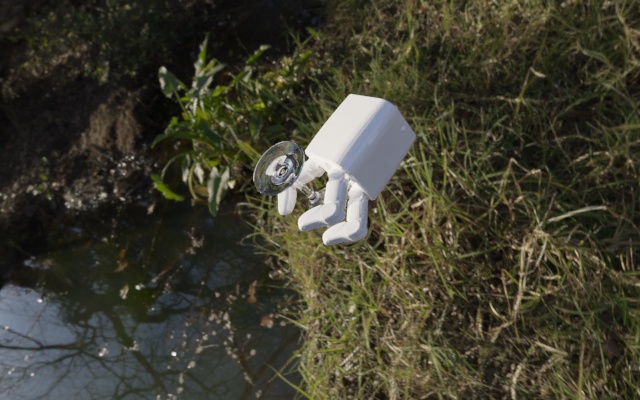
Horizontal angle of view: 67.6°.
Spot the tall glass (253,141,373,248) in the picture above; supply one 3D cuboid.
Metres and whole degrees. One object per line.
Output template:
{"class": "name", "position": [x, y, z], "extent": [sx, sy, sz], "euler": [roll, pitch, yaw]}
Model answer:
{"class": "tall glass", "position": [0.000, 0.002, 0.649], "extent": [0.079, 0.079, 0.201], "euler": [0, -25, 34]}
